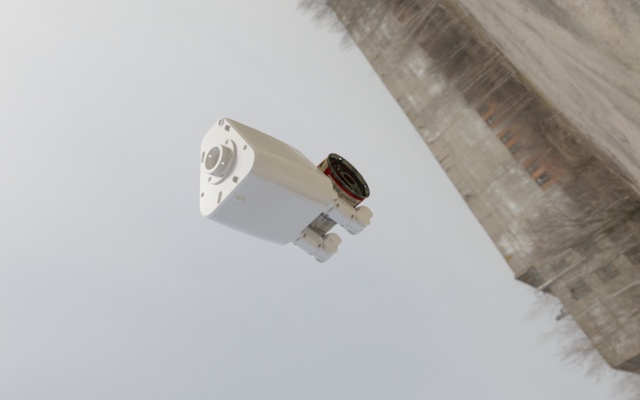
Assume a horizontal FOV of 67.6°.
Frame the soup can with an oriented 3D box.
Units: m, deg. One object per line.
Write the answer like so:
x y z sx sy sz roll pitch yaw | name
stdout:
0.000 0.002 0.575 0.102 0.068 0.068 -43 -20 23 | soup can
